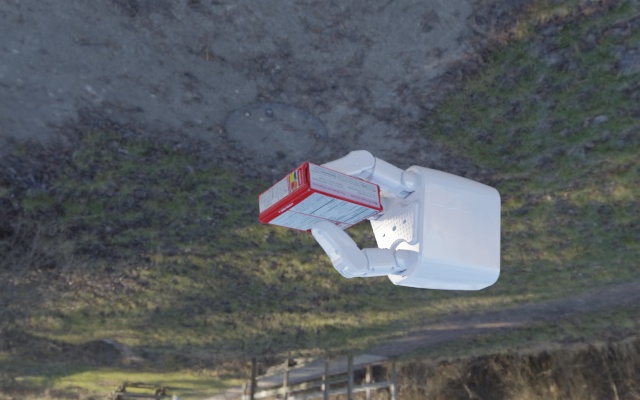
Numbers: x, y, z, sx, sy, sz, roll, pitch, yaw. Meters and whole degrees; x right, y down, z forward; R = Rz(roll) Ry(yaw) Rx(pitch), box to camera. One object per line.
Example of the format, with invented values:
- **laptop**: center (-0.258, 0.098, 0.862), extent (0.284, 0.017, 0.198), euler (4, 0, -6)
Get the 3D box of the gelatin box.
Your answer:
- **gelatin box**: center (0.000, 0.002, 0.432), extent (0.089, 0.030, 0.073), euler (14, -31, -37)
